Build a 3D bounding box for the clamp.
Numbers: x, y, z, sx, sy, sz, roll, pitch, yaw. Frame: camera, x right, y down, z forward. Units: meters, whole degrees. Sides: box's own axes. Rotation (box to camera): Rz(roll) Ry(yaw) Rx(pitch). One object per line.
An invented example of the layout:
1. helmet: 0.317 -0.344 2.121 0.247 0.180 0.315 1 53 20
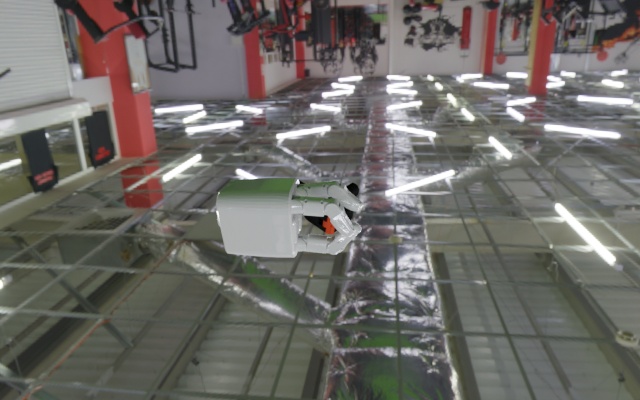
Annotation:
1. clamp: 0.000 0.003 0.761 0.120 0.039 0.171 2 19 5
